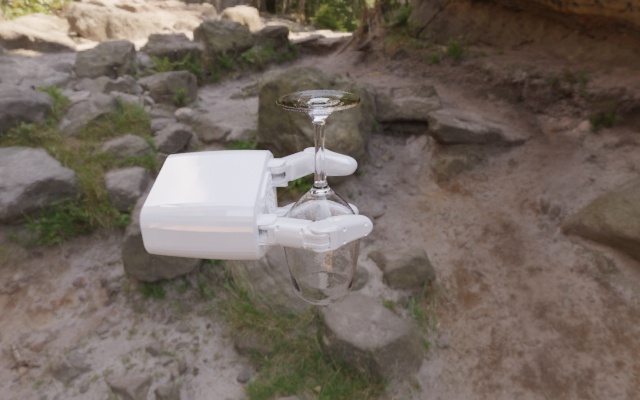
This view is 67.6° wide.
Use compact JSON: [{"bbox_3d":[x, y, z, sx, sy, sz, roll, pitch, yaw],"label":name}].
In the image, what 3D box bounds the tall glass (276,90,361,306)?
[{"bbox_3d":[0.000,0.001,0.460,0.079,0.201,0.079,-1,25,1],"label":"tall glass"}]
